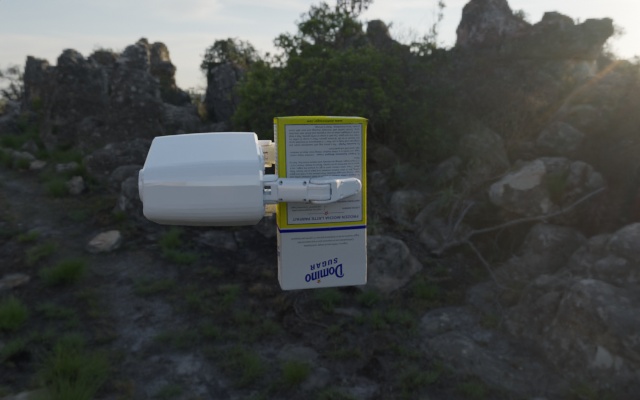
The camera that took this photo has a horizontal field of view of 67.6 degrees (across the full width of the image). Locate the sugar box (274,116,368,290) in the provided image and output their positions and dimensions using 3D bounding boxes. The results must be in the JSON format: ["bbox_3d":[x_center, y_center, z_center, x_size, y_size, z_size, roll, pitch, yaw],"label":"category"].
[{"bbox_3d":[0.000,0.001,0.500,0.093,0.176,0.048,-2,12,-10],"label":"sugar box"}]
